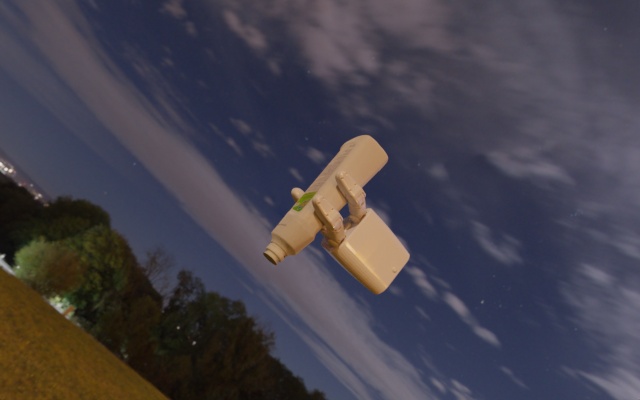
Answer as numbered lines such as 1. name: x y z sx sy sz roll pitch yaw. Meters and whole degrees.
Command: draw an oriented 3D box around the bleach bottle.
1. bleach bottle: 0.000 0.002 0.763 0.250 0.068 0.102 -47 11 -22
